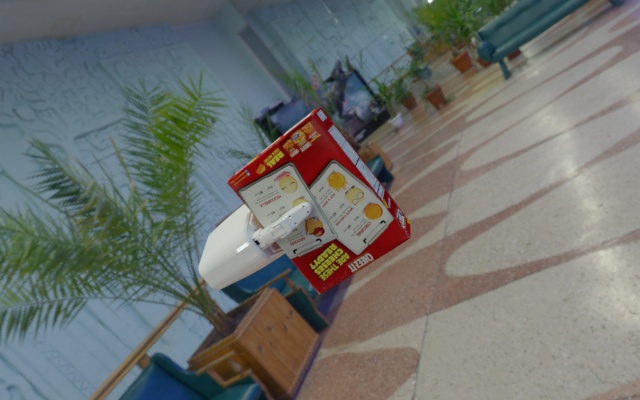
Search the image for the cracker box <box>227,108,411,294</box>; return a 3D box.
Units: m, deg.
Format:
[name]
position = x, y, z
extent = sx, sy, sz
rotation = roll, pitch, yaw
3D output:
[cracker box]
position = 0.000, 0.002, 0.681
extent = 0.164, 0.214, 0.072
rotation = -36, 10, 22
